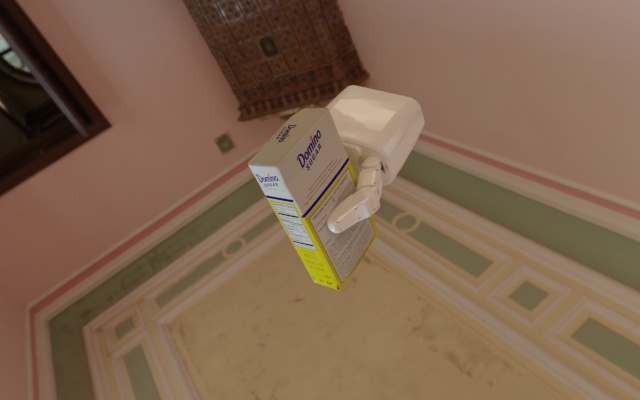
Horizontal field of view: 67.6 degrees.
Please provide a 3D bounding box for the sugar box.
[{"bbox_3d":[0.000,0.002,0.501,0.048,0.176,0.093,7,46,39],"label":"sugar box"}]
